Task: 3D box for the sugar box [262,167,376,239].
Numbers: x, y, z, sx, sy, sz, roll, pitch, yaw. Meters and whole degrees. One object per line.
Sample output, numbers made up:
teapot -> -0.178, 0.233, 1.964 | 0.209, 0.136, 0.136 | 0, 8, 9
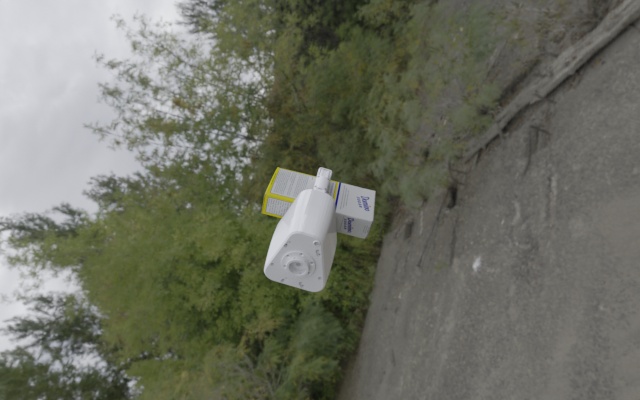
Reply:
sugar box -> 0.000, 0.003, 0.791 | 0.176, 0.048, 0.093 | 16, 35, -1
